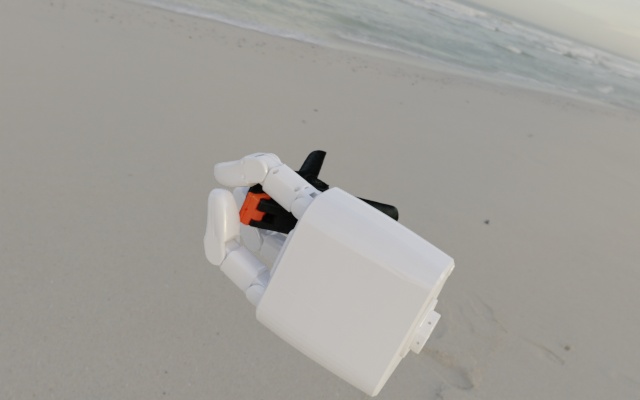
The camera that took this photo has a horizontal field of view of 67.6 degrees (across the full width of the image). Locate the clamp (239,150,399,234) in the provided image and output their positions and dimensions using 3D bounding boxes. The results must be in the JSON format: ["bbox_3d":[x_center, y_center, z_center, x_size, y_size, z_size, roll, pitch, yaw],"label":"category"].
[{"bbox_3d":[0.000,0.001,0.440,0.120,0.039,0.171,31,29,20],"label":"clamp"}]
